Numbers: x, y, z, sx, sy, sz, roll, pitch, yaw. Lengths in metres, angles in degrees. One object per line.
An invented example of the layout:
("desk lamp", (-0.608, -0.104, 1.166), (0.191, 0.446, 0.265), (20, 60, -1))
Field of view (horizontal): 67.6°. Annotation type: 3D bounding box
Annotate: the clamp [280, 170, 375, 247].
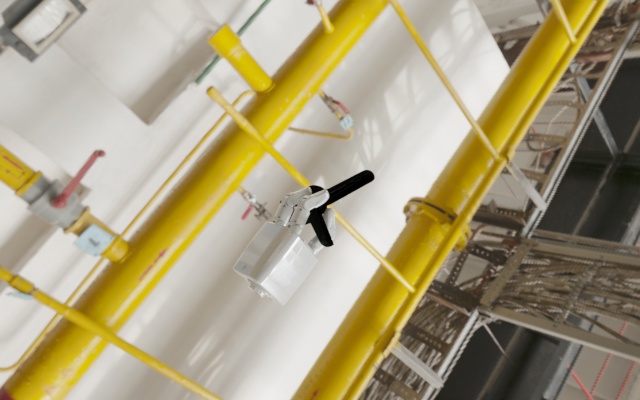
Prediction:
("clamp", (0.000, 0.004, 0.894), (0.036, 0.164, 0.210), (49, -21, -29))
